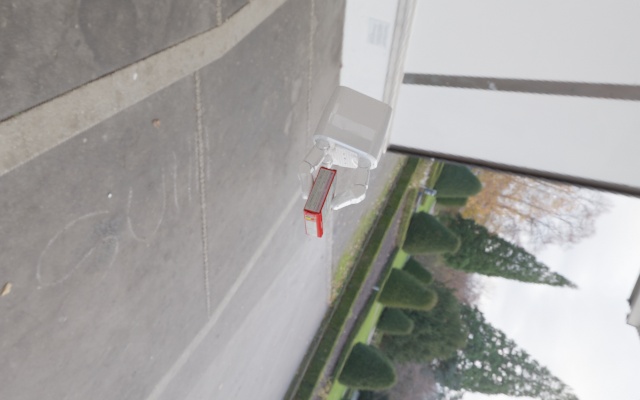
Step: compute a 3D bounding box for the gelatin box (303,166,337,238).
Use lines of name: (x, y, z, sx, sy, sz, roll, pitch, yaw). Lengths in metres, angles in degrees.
gelatin box: (0.000, 0.003, 0.756, 0.030, 0.089, 0.073, 14, -32, 11)
